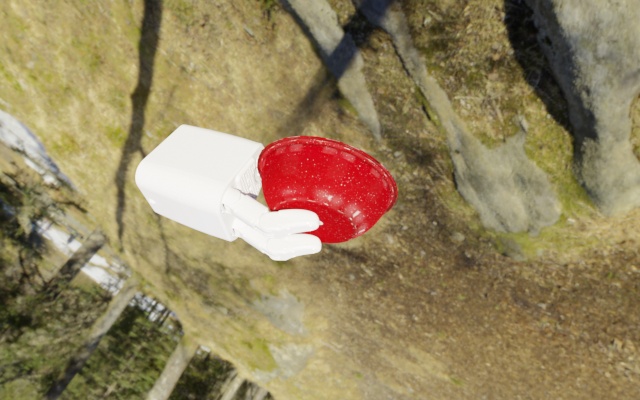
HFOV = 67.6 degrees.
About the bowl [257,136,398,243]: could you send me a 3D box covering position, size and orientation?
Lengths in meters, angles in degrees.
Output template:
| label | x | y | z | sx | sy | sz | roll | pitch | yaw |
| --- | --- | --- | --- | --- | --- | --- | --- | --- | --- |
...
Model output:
| label | x | y | z | sx | sy | sz | roll | pitch | yaw |
| --- | --- | --- | --- | --- | --- | --- | --- | --- | --- |
| bowl | 0.001 | 0.002 | 0.521 | 0.162 | 0.055 | 0.162 | 12 | -30 | 7 |
